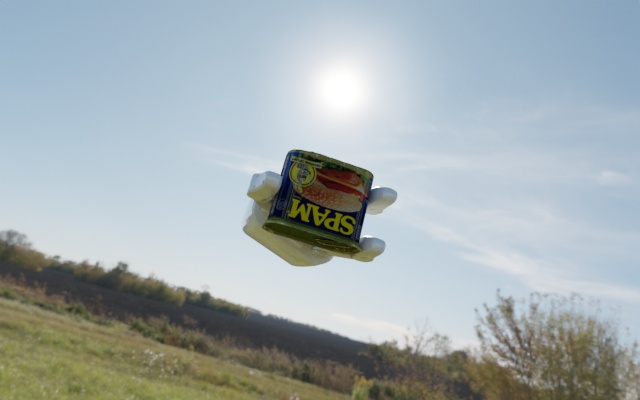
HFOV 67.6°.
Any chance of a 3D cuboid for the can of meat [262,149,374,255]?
[{"bbox_3d":[0.000,0.001,0.501,0.102,0.084,0.057,18,-17,-11],"label":"can of meat"}]
